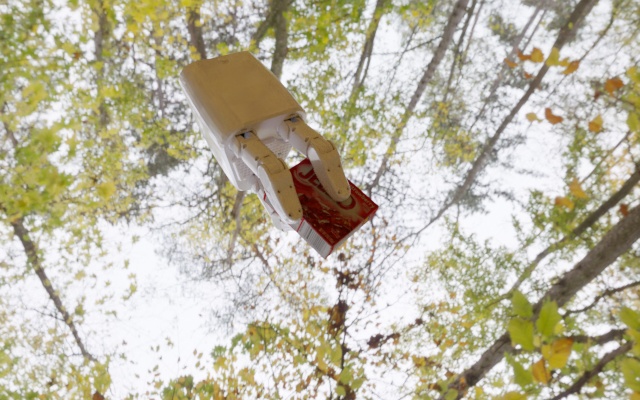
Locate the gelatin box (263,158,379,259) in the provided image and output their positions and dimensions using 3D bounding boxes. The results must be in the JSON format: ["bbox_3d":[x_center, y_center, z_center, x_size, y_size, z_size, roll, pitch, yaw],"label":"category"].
[{"bbox_3d":[0.000,0.002,0.467,0.073,0.089,0.030,-37,-16,-35],"label":"gelatin box"}]
